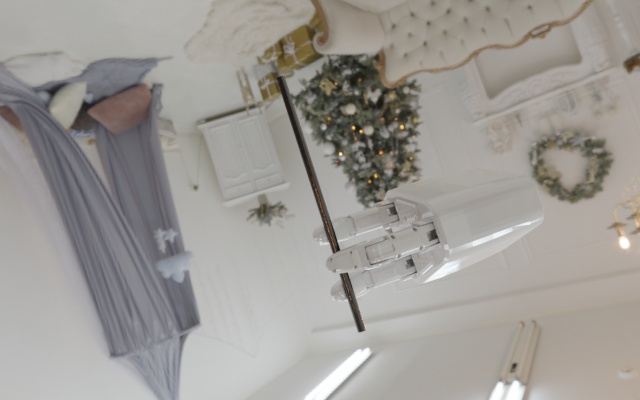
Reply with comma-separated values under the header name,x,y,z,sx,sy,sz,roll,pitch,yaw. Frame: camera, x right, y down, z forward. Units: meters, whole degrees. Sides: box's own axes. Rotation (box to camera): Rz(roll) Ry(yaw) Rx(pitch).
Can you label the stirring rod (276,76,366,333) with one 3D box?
name,x,y,z,sx,sy,sz,roll,pitch,yaw
stirring rod,0.000,0.001,0.431,0.011,0.239,0.011,-18,-4,-1
